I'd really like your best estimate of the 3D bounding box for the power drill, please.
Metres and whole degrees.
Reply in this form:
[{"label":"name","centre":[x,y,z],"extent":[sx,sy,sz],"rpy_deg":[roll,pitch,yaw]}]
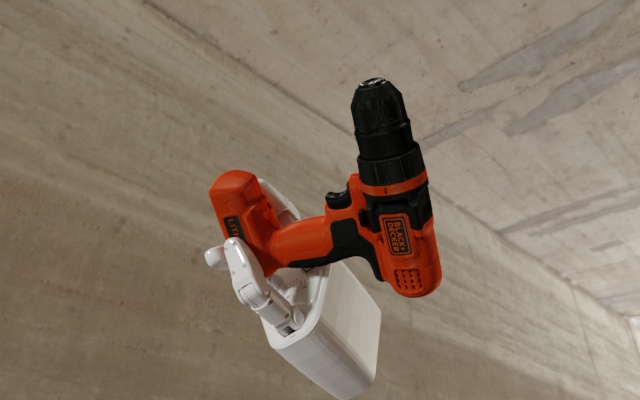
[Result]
[{"label":"power drill","centre":[0.000,0.002,0.408],"extent":[0.187,0.184,0.057],"rpy_deg":[-6,22,27]}]
